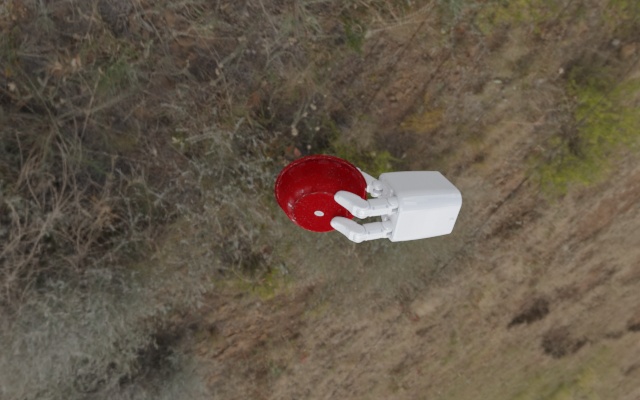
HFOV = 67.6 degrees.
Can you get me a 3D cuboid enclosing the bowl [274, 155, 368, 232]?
[{"bbox_3d":[-0.001,0.003,0.806,0.162,0.162,0.055,0,42,2],"label":"bowl"}]
